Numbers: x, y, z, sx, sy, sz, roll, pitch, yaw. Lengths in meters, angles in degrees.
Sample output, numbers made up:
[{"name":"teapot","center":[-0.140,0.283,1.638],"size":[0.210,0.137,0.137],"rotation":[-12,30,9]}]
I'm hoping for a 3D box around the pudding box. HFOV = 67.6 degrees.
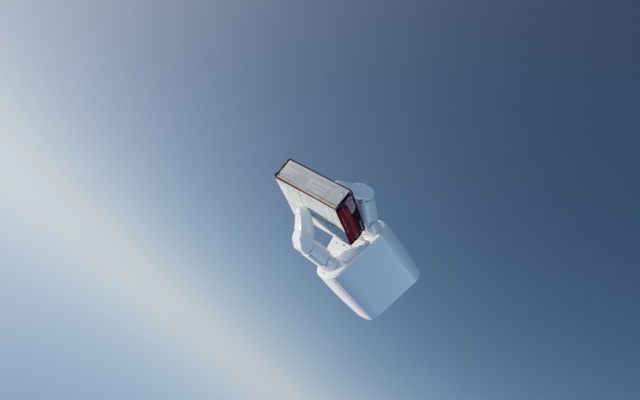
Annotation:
[{"name":"pudding box","center":[0.000,0.002,0.634],"size":[0.113,0.039,0.090],"rotation":[27,-24,32]}]
